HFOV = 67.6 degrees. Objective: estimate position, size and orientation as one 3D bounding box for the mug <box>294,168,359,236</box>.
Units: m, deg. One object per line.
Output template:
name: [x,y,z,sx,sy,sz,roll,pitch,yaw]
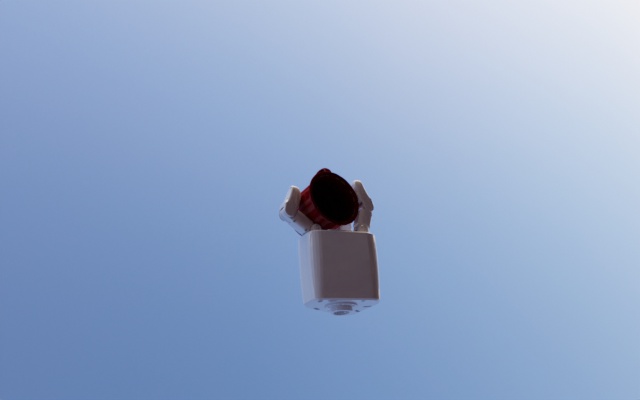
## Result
mug: [0.000,0.001,0.771,0.093,0.117,0.081,15,-34,-30]
